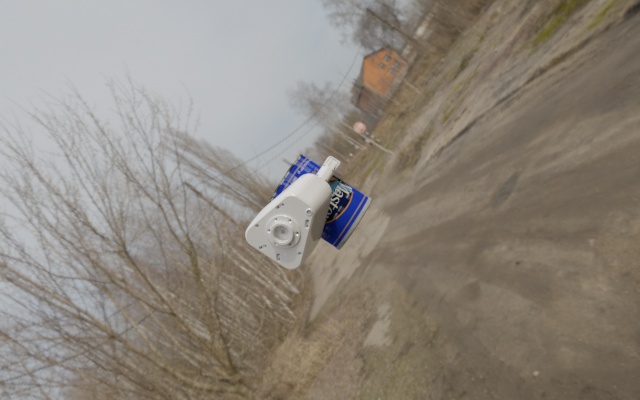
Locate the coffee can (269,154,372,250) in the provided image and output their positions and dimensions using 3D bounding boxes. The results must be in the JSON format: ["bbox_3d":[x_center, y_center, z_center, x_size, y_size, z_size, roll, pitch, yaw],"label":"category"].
[{"bbox_3d":[0.000,0.003,0.802,0.140,0.103,0.103,33,1,1],"label":"coffee can"}]
